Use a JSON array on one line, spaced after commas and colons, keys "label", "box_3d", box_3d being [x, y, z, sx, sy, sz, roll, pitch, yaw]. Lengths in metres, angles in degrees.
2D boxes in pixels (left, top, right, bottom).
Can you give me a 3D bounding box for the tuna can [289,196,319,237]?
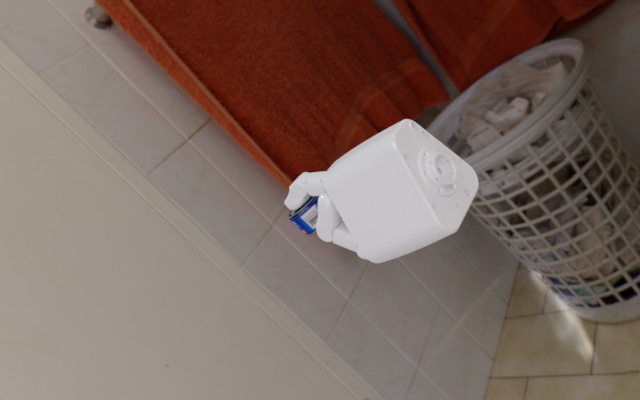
[{"label": "tuna can", "box_3d": [0.000, 0.002, 0.591, 0.034, 0.086, 0.086, 43, -9, -10]}]
